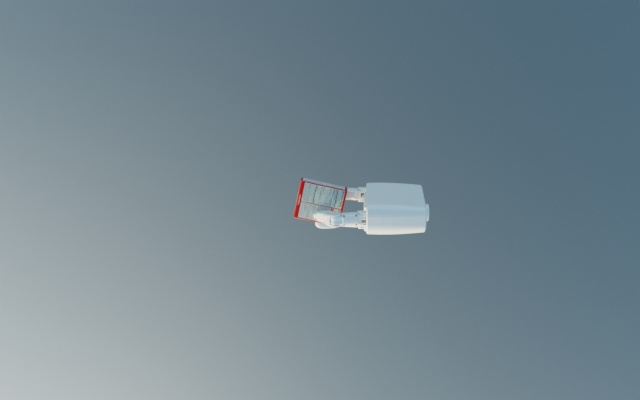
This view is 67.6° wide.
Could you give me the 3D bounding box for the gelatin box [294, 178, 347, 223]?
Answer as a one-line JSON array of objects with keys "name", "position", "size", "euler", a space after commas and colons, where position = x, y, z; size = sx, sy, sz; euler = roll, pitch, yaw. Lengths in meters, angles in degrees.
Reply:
[{"name": "gelatin box", "position": [0.000, 0.003, 0.892], "size": [0.089, 0.073, 0.030], "euler": [12, 16, -2]}]
